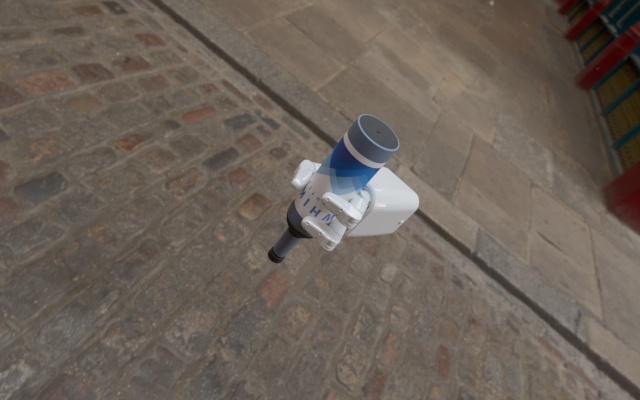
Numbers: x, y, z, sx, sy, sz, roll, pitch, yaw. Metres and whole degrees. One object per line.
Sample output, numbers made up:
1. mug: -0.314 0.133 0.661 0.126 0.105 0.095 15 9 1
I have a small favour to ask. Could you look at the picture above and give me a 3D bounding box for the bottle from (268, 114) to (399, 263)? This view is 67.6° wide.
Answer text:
1. bottle: 0.000 0.002 0.706 0.069 0.069 0.296 0 -38 -41
